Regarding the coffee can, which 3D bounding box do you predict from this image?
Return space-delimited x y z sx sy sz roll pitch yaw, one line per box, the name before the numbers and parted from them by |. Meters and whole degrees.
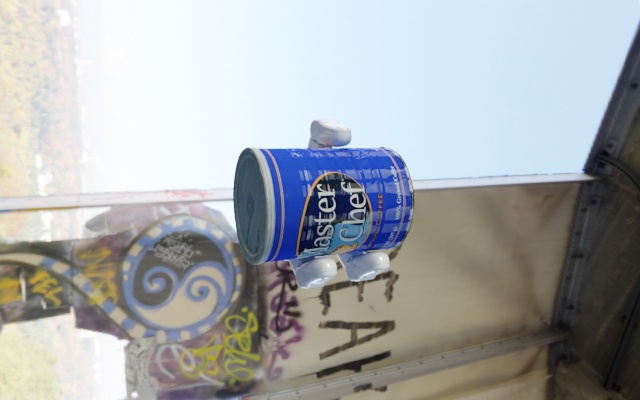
coffee can | 0.000 0.001 0.445 0.140 0.103 0.103 -3 1 -25
